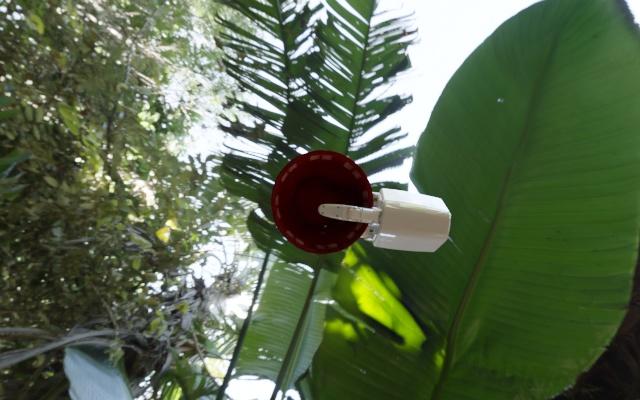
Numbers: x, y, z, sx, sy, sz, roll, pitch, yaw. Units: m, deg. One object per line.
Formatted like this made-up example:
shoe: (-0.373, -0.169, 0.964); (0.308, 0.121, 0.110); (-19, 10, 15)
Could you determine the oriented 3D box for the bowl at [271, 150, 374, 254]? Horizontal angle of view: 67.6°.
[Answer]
bowl: (-0.001, 0.002, 0.762); (0.162, 0.162, 0.055); (0, 0, -9)
